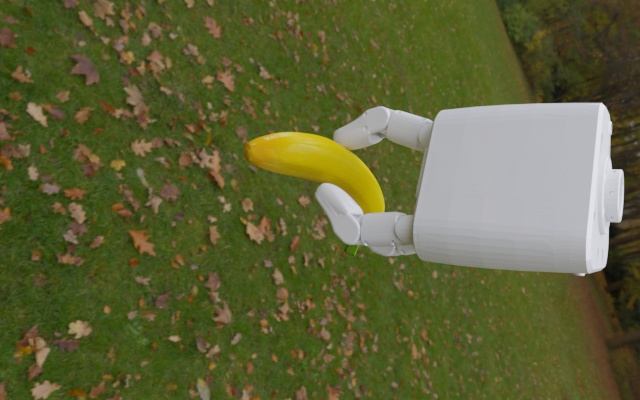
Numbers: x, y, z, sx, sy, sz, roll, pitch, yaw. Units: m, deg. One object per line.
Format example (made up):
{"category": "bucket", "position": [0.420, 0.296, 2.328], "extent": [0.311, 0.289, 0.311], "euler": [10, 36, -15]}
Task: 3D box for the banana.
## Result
{"category": "banana", "position": [0.012, -0.012, 0.420], "extent": [0.037, 0.069, 0.198], "euler": [28, -12, 41]}
